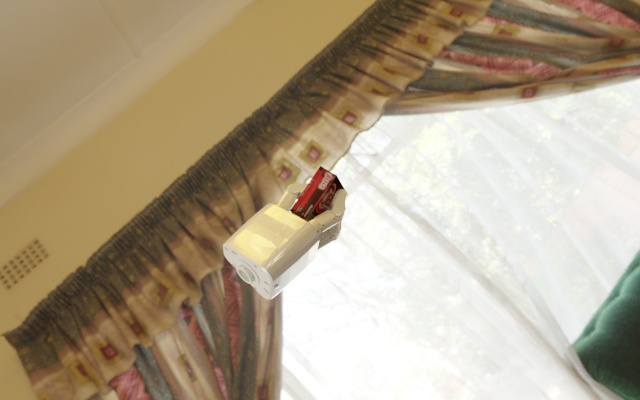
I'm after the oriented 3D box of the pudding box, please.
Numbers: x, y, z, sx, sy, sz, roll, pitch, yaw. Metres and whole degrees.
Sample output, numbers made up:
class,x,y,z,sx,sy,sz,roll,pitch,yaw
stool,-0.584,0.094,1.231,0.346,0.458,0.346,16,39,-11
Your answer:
class,x,y,z,sx,sy,sz,roll,pitch,yaw
pudding box,0.000,0.003,0.800,0.039,0.090,0.113,33,-6,17
